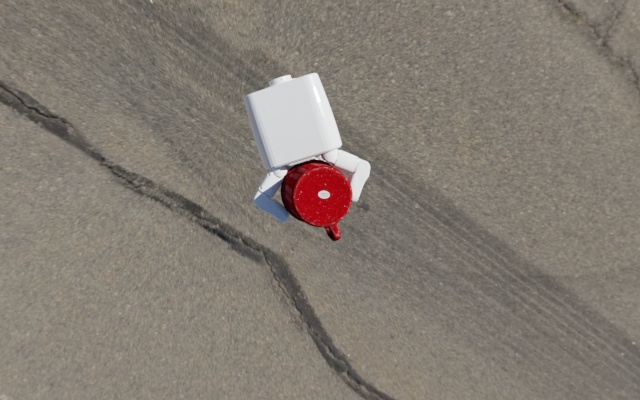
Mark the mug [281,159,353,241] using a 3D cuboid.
[{"bbox_3d":[0.001,0.004,0.653,0.093,0.117,0.081,-21,10,-8],"label":"mug"}]
